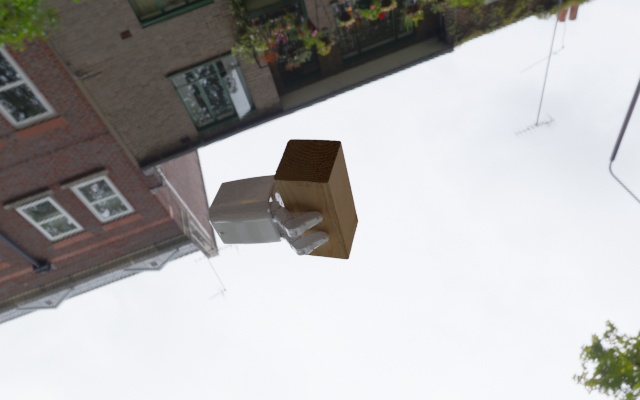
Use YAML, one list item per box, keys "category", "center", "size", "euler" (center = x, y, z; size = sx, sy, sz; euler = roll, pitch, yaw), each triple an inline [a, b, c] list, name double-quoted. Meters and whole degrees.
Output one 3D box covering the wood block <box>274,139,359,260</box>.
- category: "wood block"
  center: [0.000, 0.002, 0.801]
  size: [0.090, 0.090, 0.206]
  euler: [4, -38, 17]
